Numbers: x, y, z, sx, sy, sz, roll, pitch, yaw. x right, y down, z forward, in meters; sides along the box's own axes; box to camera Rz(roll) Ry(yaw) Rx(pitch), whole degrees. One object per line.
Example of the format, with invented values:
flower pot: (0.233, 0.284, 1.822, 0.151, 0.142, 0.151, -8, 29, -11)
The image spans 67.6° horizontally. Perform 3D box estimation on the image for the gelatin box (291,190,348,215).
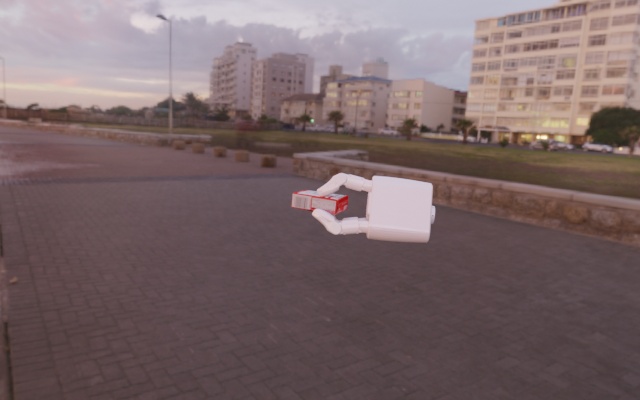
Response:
gelatin box: (0.000, 0.002, 0.882, 0.089, 0.030, 0.073, 9, 9, 16)
